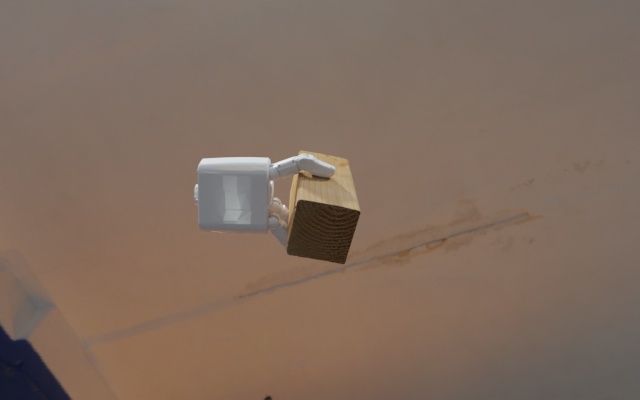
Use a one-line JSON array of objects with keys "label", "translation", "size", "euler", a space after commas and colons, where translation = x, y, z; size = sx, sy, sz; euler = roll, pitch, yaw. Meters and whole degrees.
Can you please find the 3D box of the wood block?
[{"label": "wood block", "translation": [0.000, 0.002, 0.756], "size": [0.090, 0.091, 0.206], "euler": [11, 24, -7]}]
